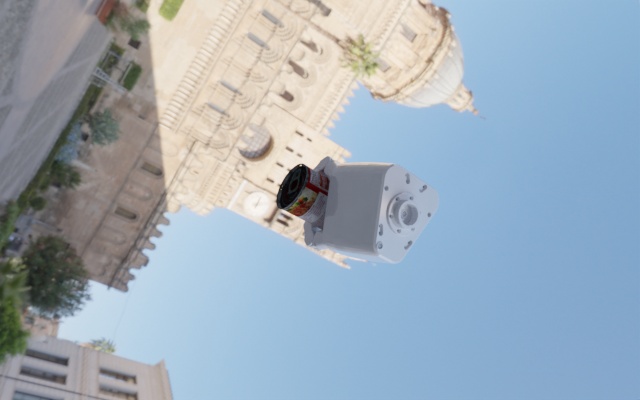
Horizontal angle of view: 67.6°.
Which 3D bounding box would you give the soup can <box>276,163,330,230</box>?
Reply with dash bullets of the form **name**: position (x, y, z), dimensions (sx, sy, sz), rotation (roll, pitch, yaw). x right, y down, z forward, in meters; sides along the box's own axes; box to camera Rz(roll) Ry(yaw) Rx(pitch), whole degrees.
- **soup can**: position (0.000, 0.002, 0.655), dimensions (0.102, 0.068, 0.068), rotation (29, -15, -28)
